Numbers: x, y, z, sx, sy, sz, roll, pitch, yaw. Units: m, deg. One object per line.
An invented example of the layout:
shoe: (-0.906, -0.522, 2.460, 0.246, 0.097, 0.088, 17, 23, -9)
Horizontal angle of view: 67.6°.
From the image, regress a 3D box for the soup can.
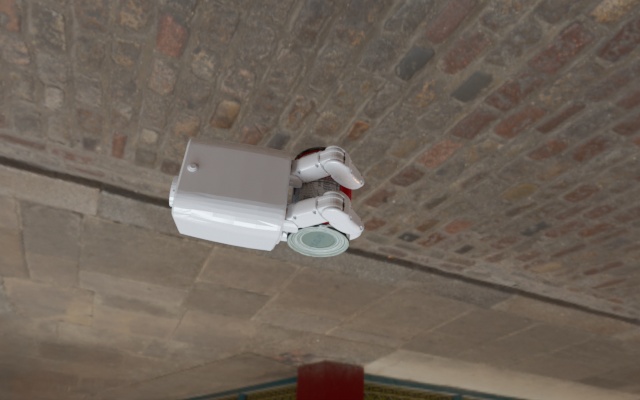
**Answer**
soup can: (0.001, 0.002, 0.522, 0.068, 0.102, 0.069, 3, -33, 2)
